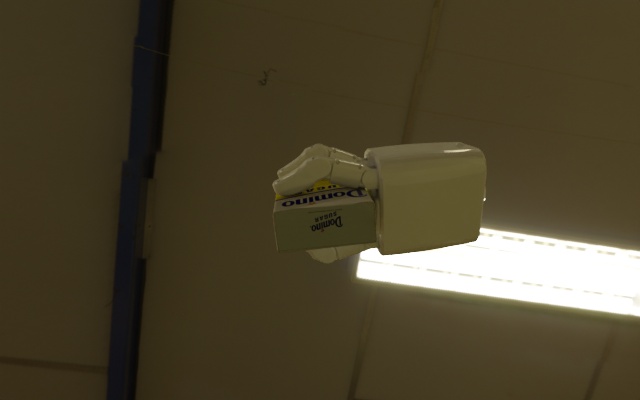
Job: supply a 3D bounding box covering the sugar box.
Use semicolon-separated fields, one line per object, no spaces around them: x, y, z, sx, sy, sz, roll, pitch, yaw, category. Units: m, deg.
0.000;0.001;0.506;0.093;0.048;0.176;-6;13;-2;sugar box
